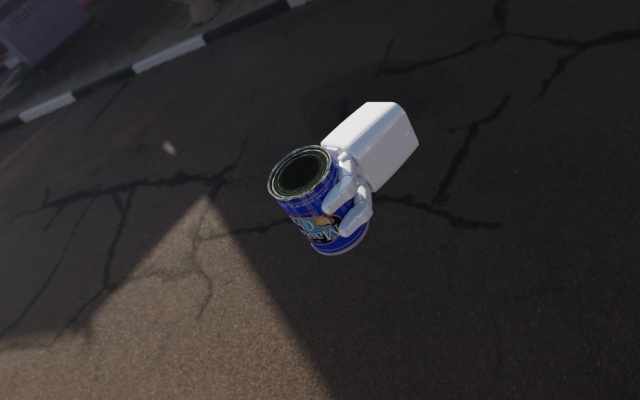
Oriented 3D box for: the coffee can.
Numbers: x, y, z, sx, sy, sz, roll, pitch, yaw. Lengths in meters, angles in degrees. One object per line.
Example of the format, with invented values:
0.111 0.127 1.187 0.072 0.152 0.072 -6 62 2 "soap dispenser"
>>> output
0.000 0.003 0.720 0.103 0.102 0.140 0 -38 34 "coffee can"
